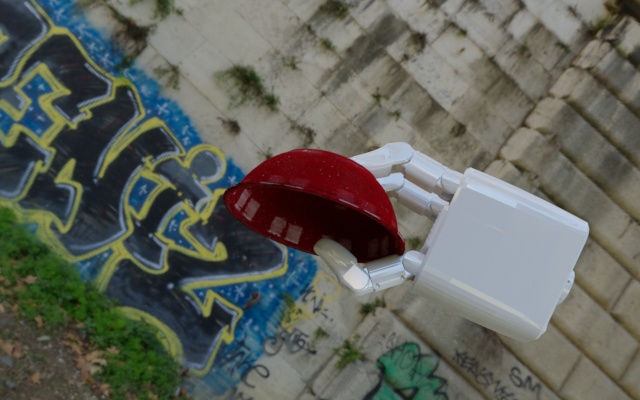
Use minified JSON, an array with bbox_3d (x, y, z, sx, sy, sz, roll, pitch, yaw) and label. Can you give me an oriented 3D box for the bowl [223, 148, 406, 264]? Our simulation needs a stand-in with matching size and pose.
[{"bbox_3d":[-0.001,0.001,0.420,0.162,0.055,0.162,14,-22,6],"label":"bowl"}]
